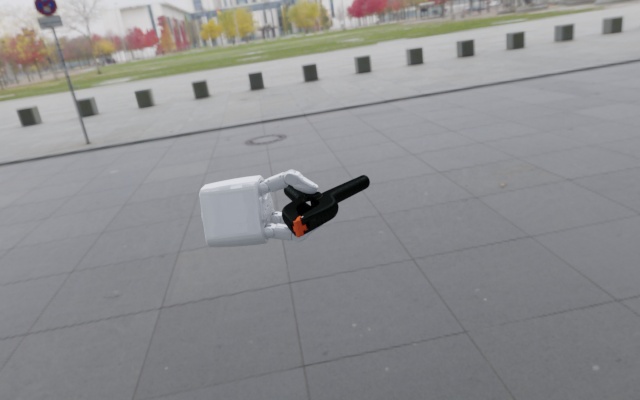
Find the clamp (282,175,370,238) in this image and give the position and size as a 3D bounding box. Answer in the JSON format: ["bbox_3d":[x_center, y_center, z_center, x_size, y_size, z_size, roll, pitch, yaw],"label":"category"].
[{"bbox_3d":[0.000,0.002,0.809,0.164,0.036,0.210,-9,19,10],"label":"clamp"}]
